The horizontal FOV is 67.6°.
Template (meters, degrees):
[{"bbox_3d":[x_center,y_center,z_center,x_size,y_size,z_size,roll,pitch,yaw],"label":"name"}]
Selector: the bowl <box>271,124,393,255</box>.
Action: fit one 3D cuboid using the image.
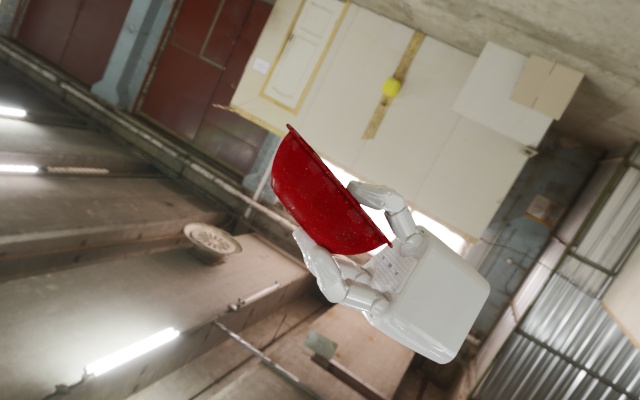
[{"bbox_3d":[-0.001,0.001,0.479,0.055,0.162,0.162,-40,-1,2],"label":"bowl"}]
